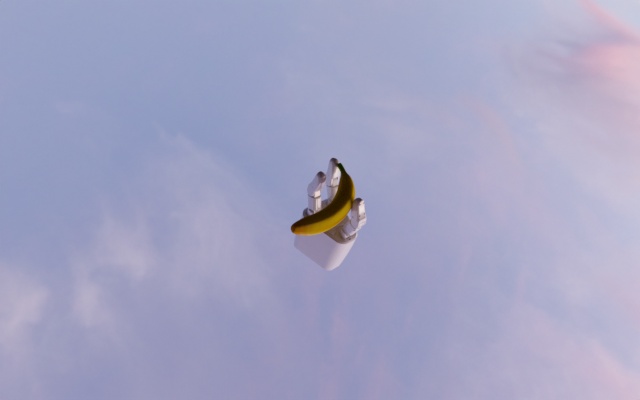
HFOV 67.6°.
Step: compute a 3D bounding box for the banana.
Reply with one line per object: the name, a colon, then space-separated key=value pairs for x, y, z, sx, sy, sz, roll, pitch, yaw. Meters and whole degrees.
banana: x=0.017 y=0.011 z=0.867 sx=0.069 sy=0.037 sz=0.197 roll=32 pitch=47 yaw=4
